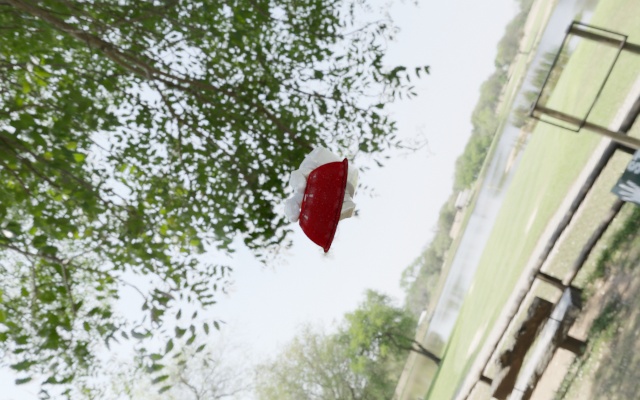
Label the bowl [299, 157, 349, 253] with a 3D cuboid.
[{"bbox_3d":[0.000,0.003,0.785,0.055,0.162,0.162,12,-1,-6],"label":"bowl"}]
